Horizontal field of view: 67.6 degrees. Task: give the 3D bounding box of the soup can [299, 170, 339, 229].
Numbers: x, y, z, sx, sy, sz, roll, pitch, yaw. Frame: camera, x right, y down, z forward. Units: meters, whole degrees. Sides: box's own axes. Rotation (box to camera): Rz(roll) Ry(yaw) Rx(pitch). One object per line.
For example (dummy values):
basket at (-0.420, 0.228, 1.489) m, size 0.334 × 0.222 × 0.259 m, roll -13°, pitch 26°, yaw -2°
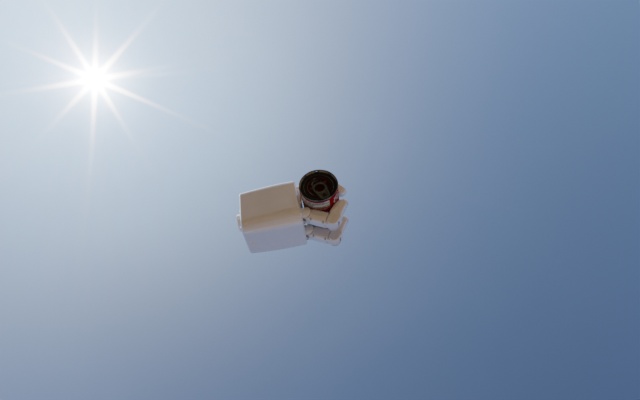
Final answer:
soup can at (0.001, 0.003, 0.856) m, size 0.068 × 0.068 × 0.102 m, roll 0°, pitch -36°, yaw 5°
